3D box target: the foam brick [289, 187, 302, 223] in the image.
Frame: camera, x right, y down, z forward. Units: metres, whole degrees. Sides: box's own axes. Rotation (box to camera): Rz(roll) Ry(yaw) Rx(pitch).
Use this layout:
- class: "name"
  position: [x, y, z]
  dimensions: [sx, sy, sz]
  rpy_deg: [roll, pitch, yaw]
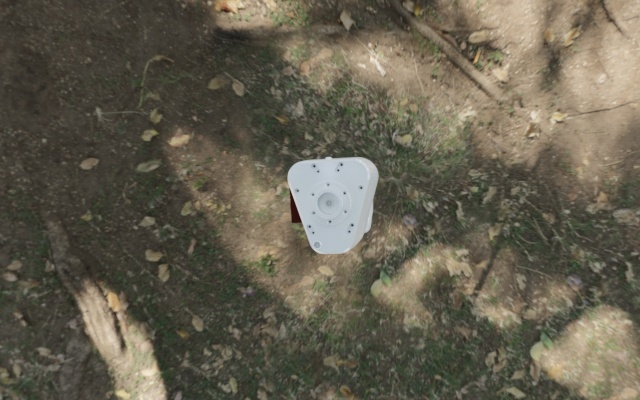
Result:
- class: "foam brick"
  position: [0.000, 0.002, 0.656]
  dimensions: [0.078, 0.053, 0.051]
  rpy_deg: [-3, 3, 10]
